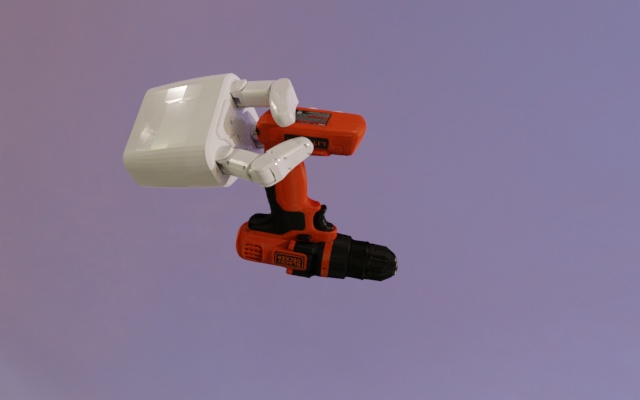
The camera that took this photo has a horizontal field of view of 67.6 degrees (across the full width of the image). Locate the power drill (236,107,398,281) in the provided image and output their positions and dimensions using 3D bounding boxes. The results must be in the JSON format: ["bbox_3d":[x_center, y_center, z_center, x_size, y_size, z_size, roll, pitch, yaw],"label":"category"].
[{"bbox_3d":[0.000,0.001,0.504,0.184,0.188,0.057,8,30,5],"label":"power drill"}]
